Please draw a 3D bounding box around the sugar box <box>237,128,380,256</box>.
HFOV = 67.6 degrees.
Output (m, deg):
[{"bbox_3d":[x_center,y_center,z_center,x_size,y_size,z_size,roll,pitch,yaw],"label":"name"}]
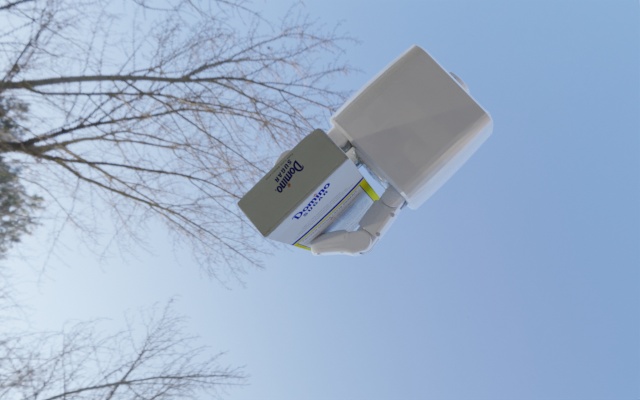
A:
[{"bbox_3d":[0.000,0.001,0.452,0.093,0.048,0.176,-43,-21,3],"label":"sugar box"}]
